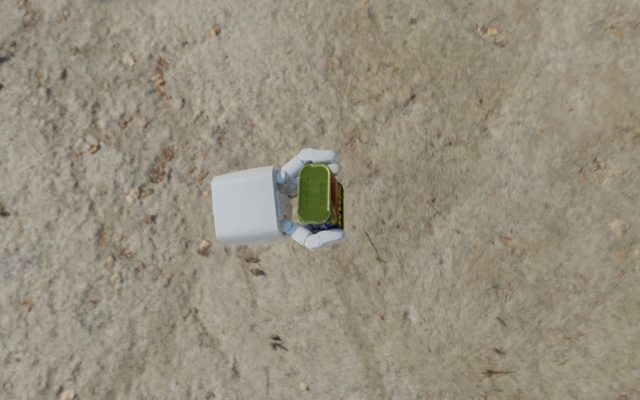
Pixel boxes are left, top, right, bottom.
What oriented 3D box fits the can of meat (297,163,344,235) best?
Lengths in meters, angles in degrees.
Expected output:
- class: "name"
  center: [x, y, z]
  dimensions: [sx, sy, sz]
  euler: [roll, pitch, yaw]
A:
- class: "can of meat"
  center: [0.000, 0.002, 0.739]
  dimensions: [0.057, 0.102, 0.084]
  euler: [-4, -20, 14]
